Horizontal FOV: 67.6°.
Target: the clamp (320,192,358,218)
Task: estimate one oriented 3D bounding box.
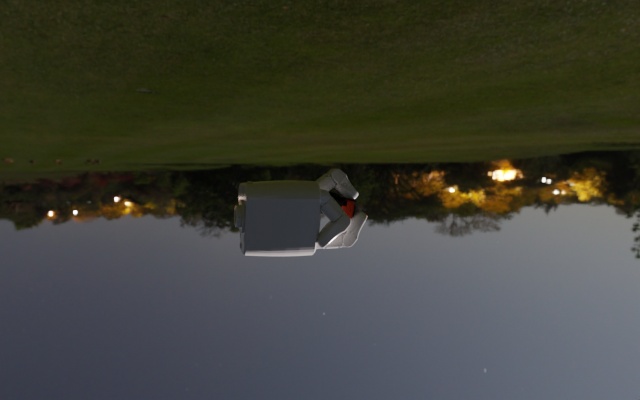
[{"bbox_3d":[0.000,0.003,0.798,0.120,0.039,0.171,-1,4,-16],"label":"clamp"}]
